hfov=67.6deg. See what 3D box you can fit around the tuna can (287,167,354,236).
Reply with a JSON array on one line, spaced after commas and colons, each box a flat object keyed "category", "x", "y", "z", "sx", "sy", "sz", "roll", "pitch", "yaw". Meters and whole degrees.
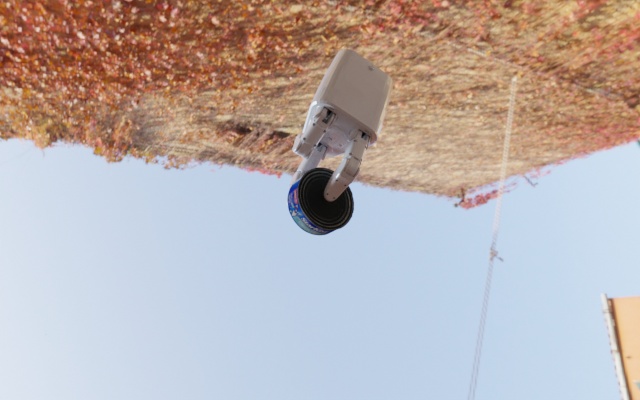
[{"category": "tuna can", "x": 0.000, "y": 0.002, "z": 0.628, "sx": 0.086, "sy": 0.086, "sz": 0.034, "roll": 0, "pitch": -18, "yaw": -33}]
